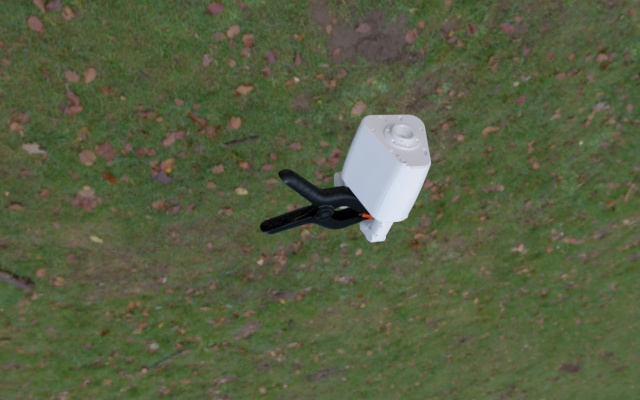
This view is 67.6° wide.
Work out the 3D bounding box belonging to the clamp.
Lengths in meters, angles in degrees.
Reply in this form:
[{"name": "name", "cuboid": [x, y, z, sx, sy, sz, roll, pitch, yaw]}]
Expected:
[{"name": "clamp", "cuboid": [0.000, 0.003, 0.707, 0.171, 0.039, 0.120, -4, -39, -18]}]
